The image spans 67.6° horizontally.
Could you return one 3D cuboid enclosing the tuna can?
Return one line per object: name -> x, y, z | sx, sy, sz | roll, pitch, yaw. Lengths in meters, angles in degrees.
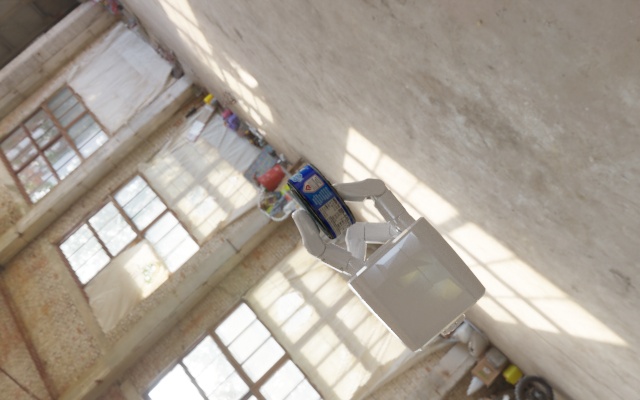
tuna can -> 0.000, 0.002, 0.534 | 0.034, 0.086, 0.086 | -38, 4, -6
